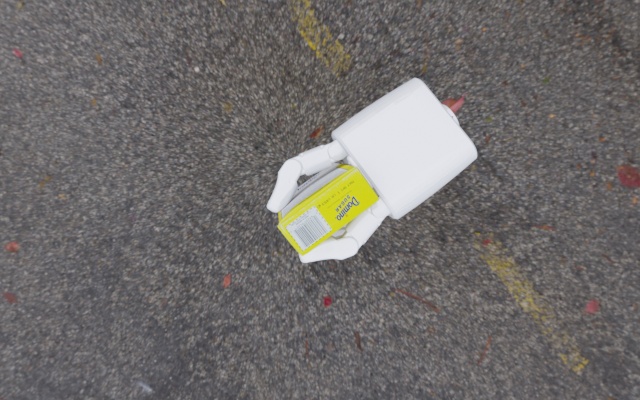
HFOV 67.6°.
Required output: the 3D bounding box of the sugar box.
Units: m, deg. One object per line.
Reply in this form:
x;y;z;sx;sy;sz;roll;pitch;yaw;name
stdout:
0.001;0.002;0.525;0.093;0.048;0.176;-36;5;0;sugar box
